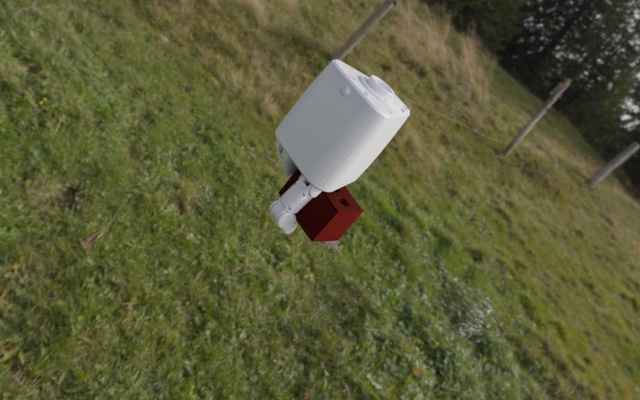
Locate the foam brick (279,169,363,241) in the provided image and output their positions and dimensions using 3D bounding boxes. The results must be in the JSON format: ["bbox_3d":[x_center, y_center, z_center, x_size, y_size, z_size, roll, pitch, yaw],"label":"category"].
[{"bbox_3d":[0.000,0.002,0.551,0.051,0.078,0.053,-48,-27,26],"label":"foam brick"}]
